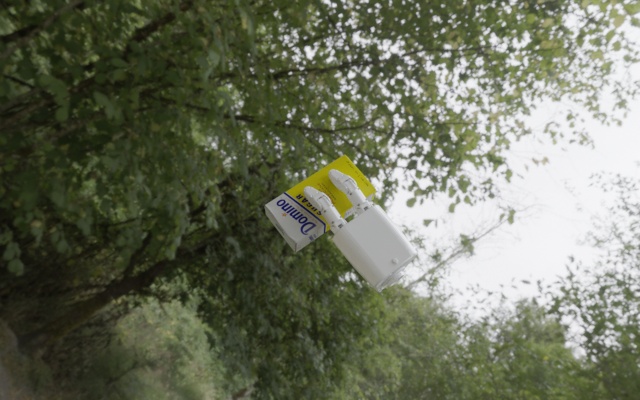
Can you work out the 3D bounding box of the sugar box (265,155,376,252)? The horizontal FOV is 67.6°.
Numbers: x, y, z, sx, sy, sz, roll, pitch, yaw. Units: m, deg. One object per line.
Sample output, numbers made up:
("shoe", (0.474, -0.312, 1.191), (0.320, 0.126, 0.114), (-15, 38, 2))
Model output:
("sugar box", (0.000, 0.003, 0.837), (0.176, 0.093, 0.048), (-33, -21, -19))
